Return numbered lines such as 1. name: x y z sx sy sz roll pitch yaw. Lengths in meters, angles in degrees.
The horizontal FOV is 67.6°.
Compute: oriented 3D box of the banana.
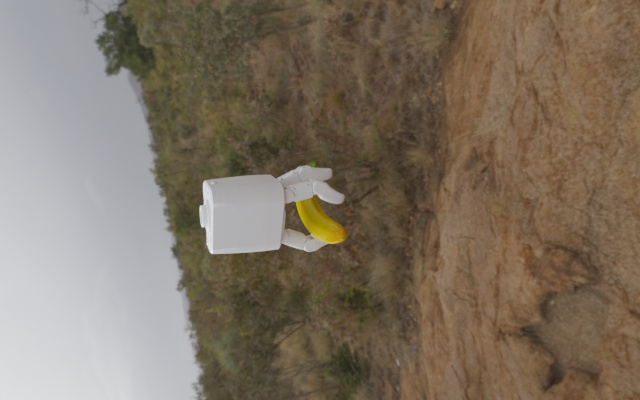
1. banana: -0.007 0.015 0.769 0.037 0.070 0.197 6 35 -24
